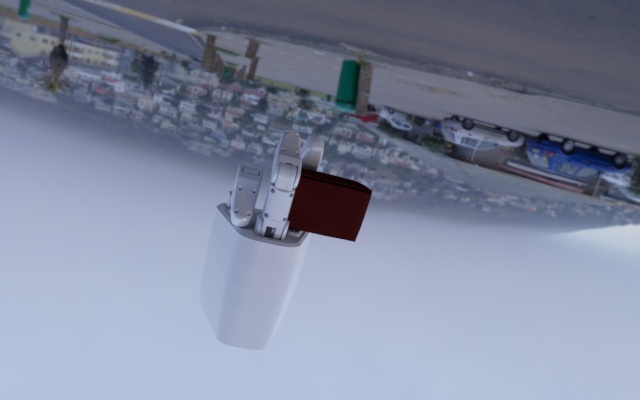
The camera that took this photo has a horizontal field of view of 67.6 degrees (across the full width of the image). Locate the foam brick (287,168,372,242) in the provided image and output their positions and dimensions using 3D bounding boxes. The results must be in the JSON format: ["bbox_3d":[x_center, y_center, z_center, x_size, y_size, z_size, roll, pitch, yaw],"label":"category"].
[{"bbox_3d":[0.000,0.001,0.454,0.078,0.051,0.053,13,9,-12],"label":"foam brick"}]
